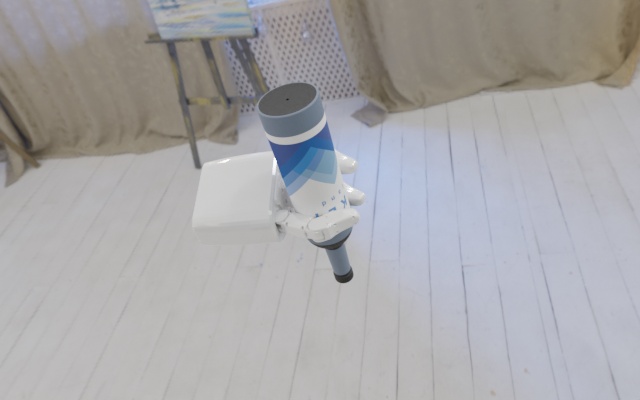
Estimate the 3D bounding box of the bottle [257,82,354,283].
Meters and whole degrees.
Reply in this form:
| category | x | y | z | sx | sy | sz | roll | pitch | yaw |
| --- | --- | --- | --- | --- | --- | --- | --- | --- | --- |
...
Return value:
| category | x | y | z | sx | sy | sz | roll | pitch | yaw |
| --- | --- | --- | --- | --- | --- | --- | --- | --- | --- |
| bottle | 0.000 | 0.002 | 0.584 | 0.069 | 0.296 | 0.069 | -10 | 42 | 9 |
